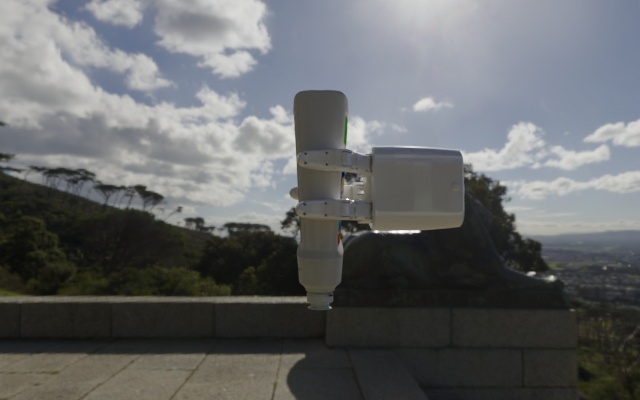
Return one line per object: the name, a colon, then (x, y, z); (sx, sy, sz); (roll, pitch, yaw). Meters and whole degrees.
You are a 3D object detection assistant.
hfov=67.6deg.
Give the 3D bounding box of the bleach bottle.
bleach bottle: (0.000, 0.002, 0.577); (0.068, 0.251, 0.102); (0, -4, 2)
